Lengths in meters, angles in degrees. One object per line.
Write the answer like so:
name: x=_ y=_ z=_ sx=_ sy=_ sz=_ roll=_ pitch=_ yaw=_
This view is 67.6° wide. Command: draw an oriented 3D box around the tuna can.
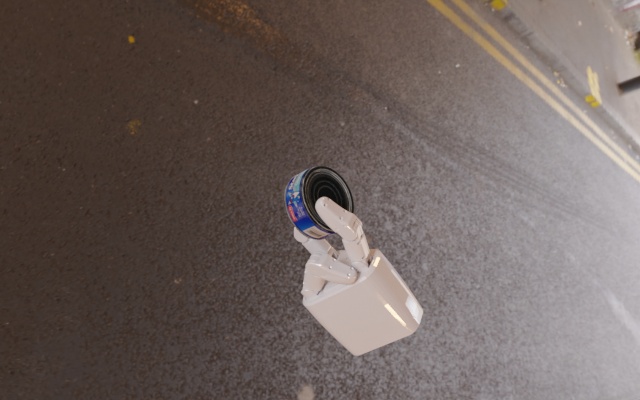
tuna can: x=0.000 y=0.002 z=0.572 sx=0.086 sy=0.086 sz=0.034 roll=0 pitch=-18 yaw=-43
